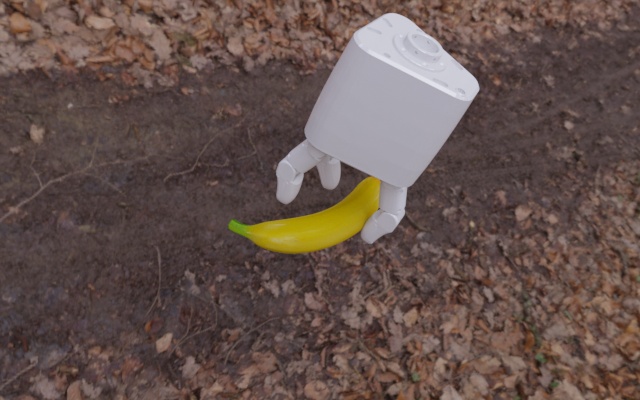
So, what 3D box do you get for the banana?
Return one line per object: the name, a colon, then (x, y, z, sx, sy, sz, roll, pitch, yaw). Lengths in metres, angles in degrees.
banana: (0.007, 0.016, 0.501, 0.198, 0.069, 0.037, -16, -33, -35)
